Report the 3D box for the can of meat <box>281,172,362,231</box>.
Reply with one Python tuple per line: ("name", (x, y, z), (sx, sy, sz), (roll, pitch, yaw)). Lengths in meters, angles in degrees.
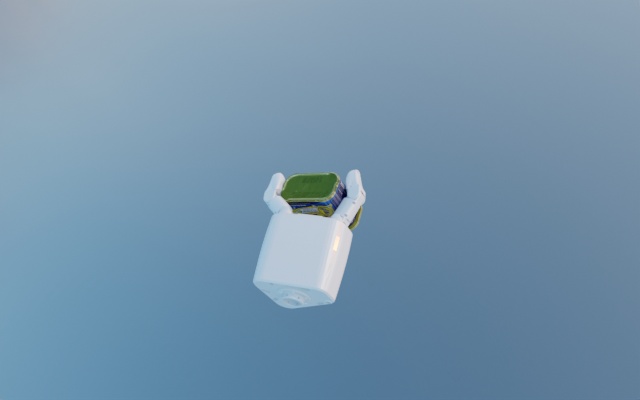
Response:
("can of meat", (0.000, 0.002, 0.731), (0.102, 0.057, 0.084), (-1, -35, 32))
